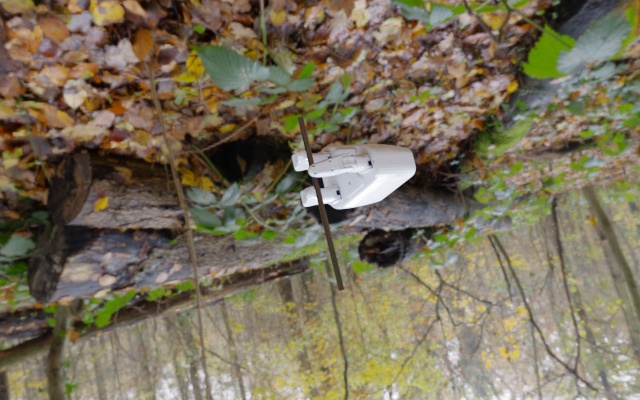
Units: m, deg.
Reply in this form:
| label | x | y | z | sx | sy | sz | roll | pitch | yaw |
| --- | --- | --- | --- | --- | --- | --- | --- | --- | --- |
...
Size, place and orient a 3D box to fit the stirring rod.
| label | x | y | z | sx | sy | sz | roll | pitch | yaw |
| --- | --- | --- | --- | --- | --- | --- | --- | --- | --- |
| stirring rod | 0.000 | 0.002 | 0.644 | 0.011 | 0.239 | 0.011 | -13 | -7 | -2 |
